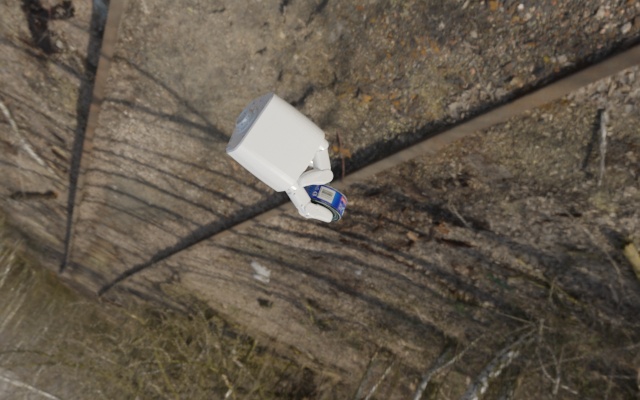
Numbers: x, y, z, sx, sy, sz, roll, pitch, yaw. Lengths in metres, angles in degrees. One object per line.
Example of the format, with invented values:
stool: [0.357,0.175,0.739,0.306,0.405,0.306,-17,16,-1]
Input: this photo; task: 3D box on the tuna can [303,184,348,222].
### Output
tuna can: [0.000,0.003,0.809,0.086,0.033,0.086,18,-21,7]
